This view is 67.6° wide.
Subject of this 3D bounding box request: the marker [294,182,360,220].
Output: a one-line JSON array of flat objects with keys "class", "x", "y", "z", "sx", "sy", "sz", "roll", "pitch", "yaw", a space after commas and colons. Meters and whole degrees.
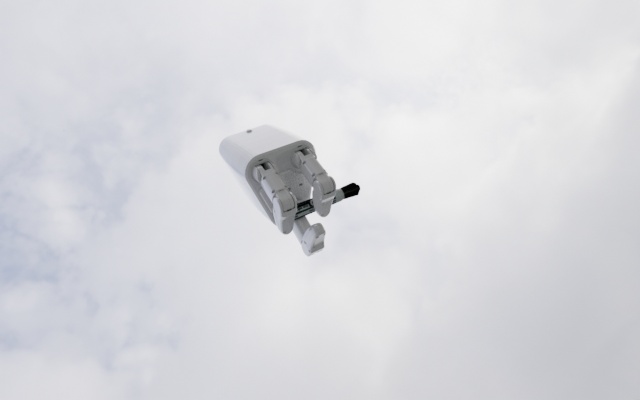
[{"class": "marker", "x": 0.000, "y": 0.002, "z": 0.615, "sx": 0.121, "sy": 0.020, "sz": 0.020, "roll": -21, "pitch": 9, "yaw": -25}]
